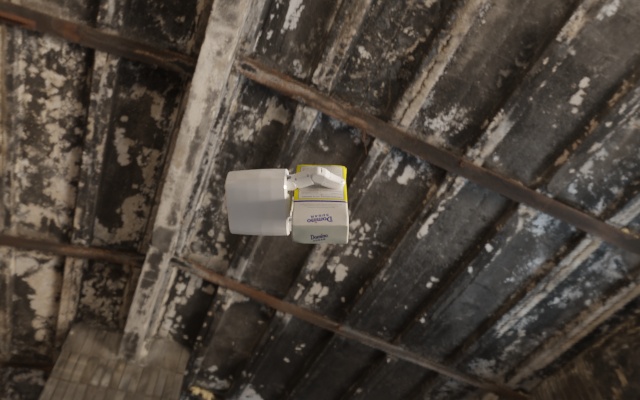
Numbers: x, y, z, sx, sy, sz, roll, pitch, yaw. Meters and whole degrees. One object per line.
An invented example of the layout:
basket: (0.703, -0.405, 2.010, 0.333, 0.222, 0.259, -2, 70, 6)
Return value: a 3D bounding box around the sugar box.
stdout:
sugar box: (0.000, 0.003, 0.831, 0.093, 0.048, 0.176, 1, 39, 1)
